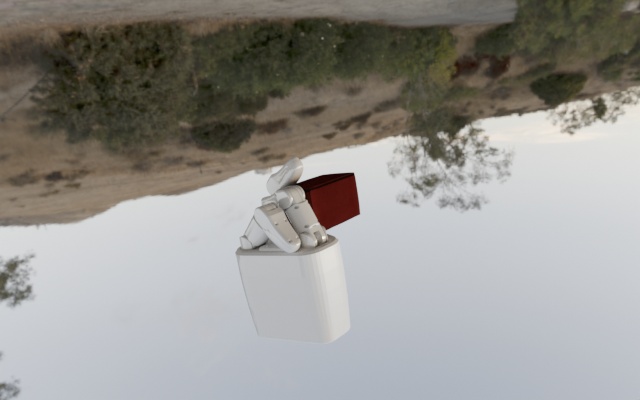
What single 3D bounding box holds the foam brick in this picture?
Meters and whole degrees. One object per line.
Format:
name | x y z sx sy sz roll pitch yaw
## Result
foam brick | 0.000 0.002 0.550 0.053 0.051 0.078 0 16 46
